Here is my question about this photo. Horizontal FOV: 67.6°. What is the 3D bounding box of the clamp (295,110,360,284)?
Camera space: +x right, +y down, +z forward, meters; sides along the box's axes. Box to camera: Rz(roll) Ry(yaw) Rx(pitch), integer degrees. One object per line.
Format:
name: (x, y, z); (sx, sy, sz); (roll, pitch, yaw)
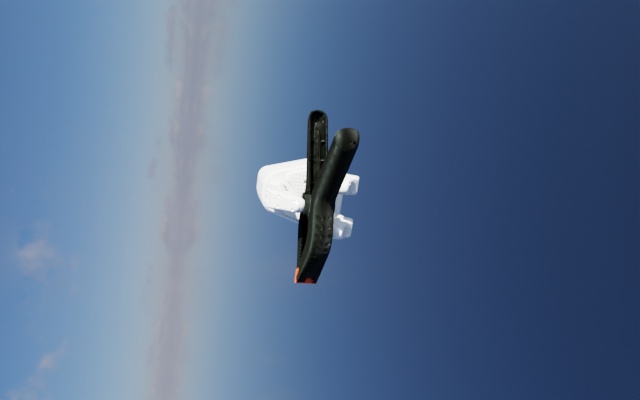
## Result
clamp: (-0.001, 0.002, 0.546); (0.036, 0.210, 0.164); (6, 9, -13)
